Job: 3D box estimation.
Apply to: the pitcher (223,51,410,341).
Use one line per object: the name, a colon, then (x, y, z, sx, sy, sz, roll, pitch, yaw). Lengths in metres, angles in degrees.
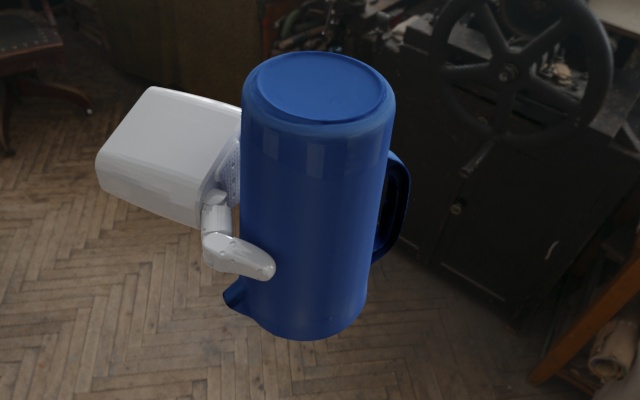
pitcher: (0.000, 0.001, 0.416, 0.145, 0.243, 0.149, 18, 46, 11)
